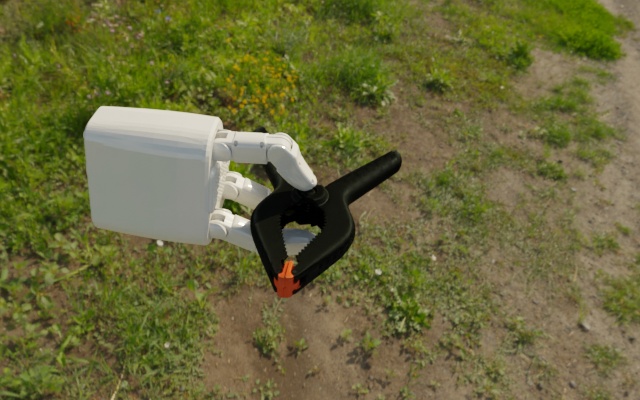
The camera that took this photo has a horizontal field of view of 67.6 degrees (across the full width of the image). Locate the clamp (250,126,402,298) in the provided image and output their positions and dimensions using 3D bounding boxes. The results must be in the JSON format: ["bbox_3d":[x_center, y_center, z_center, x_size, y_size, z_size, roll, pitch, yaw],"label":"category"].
[{"bbox_3d":[0.000,0.001,0.453,0.164,0.036,0.209,5,42,0],"label":"clamp"}]
